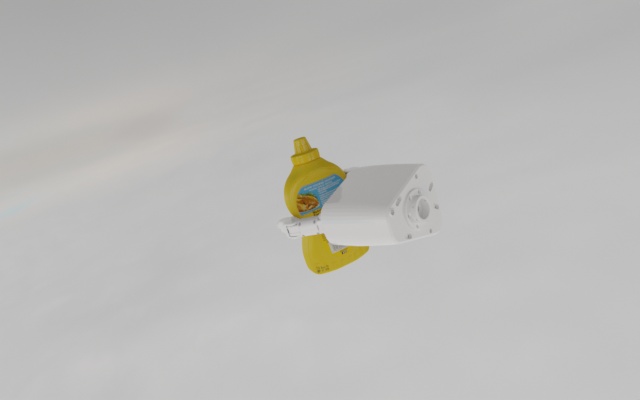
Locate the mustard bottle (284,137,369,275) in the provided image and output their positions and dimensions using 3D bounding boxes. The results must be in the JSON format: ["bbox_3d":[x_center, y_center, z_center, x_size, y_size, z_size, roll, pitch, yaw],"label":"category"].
[{"bbox_3d":[0.000,0.002,0.684,0.096,0.192,0.058,-23,14,-17],"label":"mustard bottle"}]
